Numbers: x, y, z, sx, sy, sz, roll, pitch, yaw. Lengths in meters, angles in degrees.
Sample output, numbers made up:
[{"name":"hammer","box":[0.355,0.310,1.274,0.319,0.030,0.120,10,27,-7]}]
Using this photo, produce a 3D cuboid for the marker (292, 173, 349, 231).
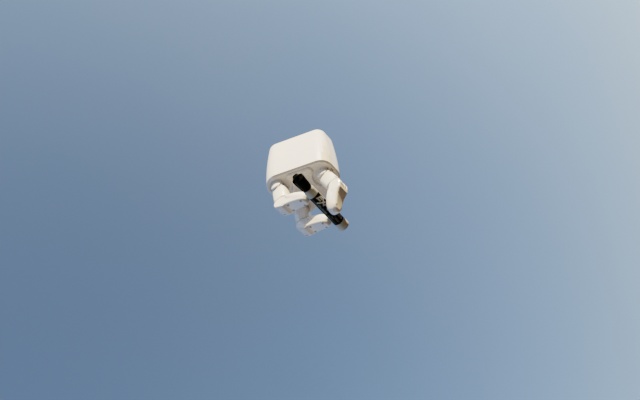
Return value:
[{"name":"marker","box":[0.000,0.002,0.692,0.020,0.020,0.121,0,-37,48]}]
